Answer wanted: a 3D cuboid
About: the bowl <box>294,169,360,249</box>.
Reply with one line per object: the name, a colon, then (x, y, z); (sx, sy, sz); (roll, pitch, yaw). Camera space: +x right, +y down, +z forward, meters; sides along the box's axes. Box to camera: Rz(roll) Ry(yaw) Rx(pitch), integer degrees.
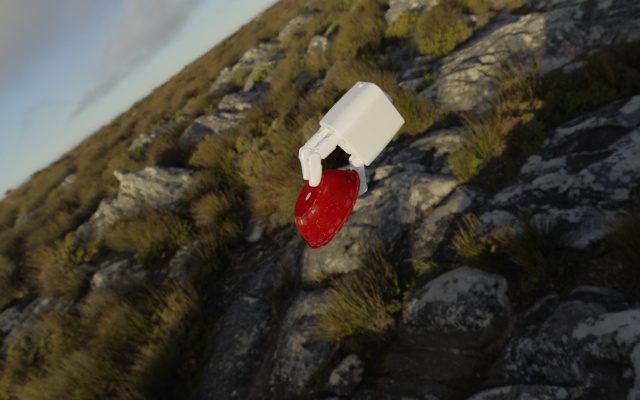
bowl: (-0.001, 0.004, 0.849); (0.055, 0.162, 0.162); (29, -11, -21)
